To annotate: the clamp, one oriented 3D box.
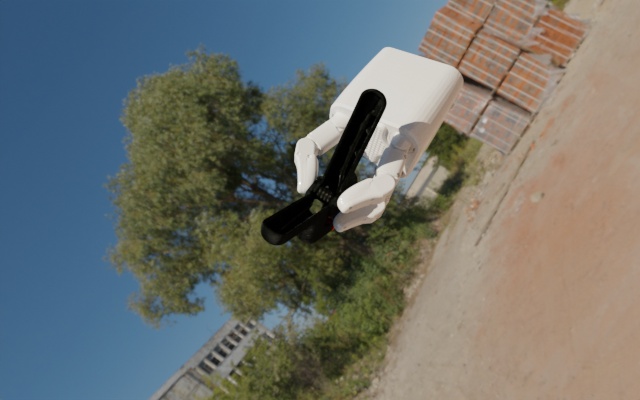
[{"bbox_3d":[0.000,0.001,0.483,0.036,0.164,0.210,35,-21,11],"label":"clamp"}]
